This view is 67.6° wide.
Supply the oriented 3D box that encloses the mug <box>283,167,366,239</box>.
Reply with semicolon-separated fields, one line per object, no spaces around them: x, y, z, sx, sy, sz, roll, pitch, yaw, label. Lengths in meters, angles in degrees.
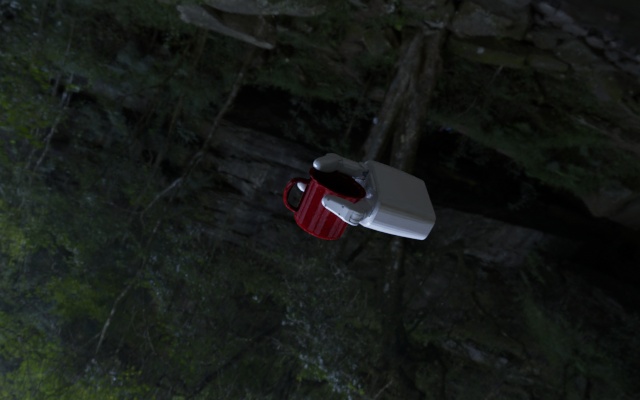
-0.001;0.002;0.723;0.117;0.081;0.093;16;24;-20;mug
